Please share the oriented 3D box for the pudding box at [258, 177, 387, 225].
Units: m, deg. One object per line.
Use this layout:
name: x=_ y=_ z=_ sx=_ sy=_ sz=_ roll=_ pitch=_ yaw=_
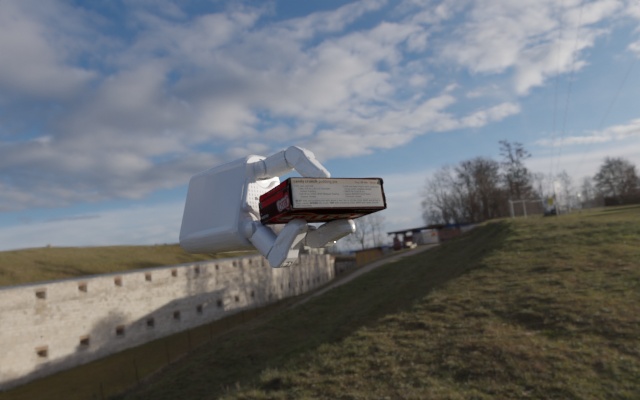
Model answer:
pudding box: x=0.000 y=0.002 z=0.517 sx=0.113 sy=0.039 sz=0.090 roll=-3 pitch=-9 yaw=-27
